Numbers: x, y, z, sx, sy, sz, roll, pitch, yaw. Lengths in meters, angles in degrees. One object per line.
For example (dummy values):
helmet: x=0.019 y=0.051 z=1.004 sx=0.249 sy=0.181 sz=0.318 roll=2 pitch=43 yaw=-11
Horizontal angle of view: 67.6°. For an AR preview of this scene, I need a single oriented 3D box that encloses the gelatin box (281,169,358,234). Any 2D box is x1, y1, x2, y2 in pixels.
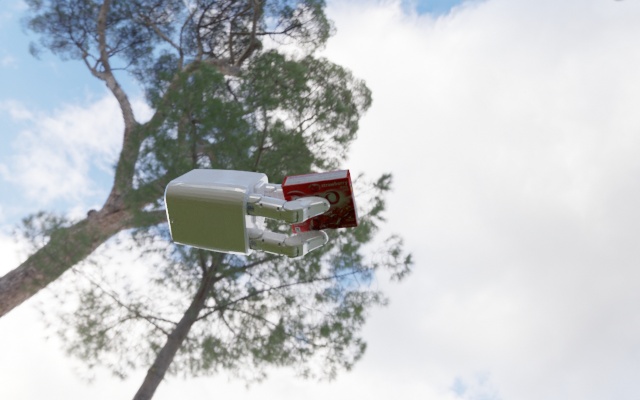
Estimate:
gelatin box: x=0.000 y=0.002 z=0.619 sx=0.089 sy=0.073 sz=0.030 roll=-7 pitch=28 yaw=10
